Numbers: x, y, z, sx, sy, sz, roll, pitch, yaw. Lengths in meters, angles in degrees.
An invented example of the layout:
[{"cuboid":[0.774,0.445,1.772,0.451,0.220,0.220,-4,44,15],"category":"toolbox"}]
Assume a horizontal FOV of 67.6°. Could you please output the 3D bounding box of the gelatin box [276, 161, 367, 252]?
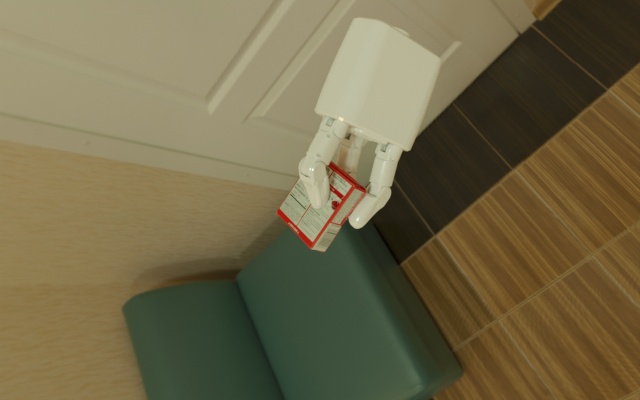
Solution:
[{"cuboid":[0.000,0.002,0.544,0.073,0.089,0.030,42,13,36],"category":"gelatin box"}]
